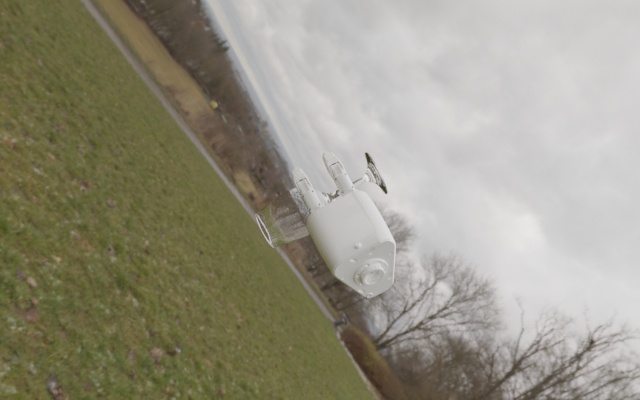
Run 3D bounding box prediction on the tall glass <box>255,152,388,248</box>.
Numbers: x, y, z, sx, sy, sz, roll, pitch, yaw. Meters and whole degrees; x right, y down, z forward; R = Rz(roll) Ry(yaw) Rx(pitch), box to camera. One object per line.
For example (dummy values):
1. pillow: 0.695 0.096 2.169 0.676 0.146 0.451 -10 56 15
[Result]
1. tall glass: 0.001 0.002 0.751 0.201 0.079 0.079 -27 0 -1
